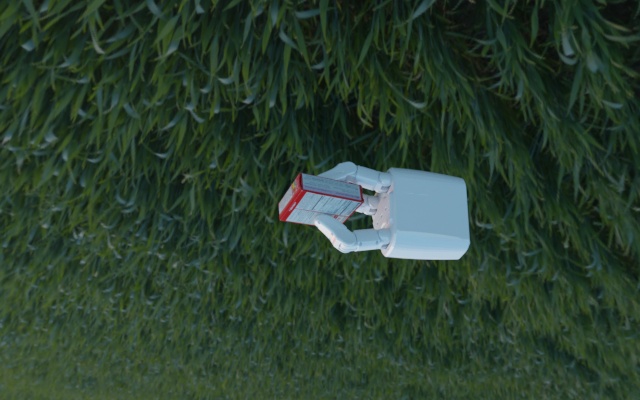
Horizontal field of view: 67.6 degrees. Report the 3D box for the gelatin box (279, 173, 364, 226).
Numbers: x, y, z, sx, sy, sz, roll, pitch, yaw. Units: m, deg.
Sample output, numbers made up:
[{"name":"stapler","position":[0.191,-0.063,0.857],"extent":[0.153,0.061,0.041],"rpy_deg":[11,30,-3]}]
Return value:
[{"name":"gelatin box","position":[0.000,0.002,0.612],"extent":[0.089,0.030,0.073],"rpy_deg":[10,-36,-24]}]
